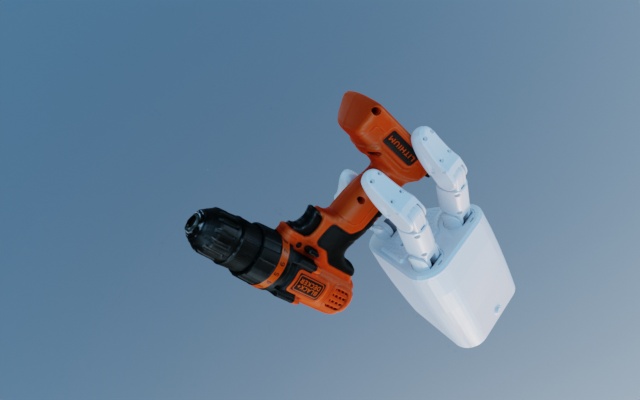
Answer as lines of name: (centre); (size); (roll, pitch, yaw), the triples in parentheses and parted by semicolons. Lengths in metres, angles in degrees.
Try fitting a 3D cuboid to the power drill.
power drill: (0.001, 0.001, 0.420); (0.184, 0.187, 0.057); (34, 5, -40)
